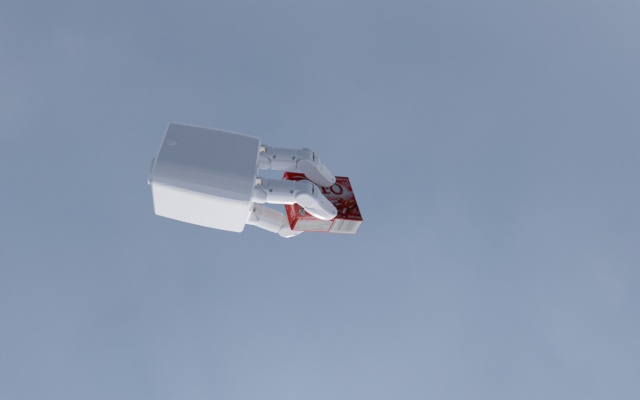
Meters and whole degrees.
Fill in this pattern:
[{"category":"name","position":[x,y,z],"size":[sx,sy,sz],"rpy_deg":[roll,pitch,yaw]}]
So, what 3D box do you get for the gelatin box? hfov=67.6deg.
[{"category":"gelatin box","position":[0.000,0.002,0.585],"size":[0.089,0.073,0.030],"rpy_deg":[5,-43,-24]}]
